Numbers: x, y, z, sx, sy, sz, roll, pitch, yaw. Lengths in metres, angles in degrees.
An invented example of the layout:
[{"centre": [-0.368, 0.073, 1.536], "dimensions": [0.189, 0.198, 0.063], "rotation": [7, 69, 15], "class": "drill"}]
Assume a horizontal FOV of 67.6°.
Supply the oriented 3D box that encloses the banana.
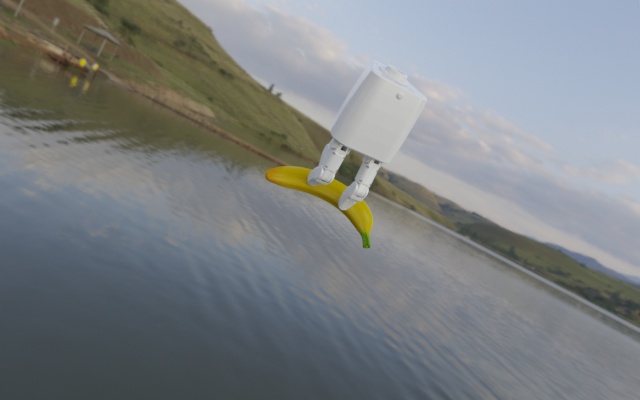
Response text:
[{"centre": [0.010, -0.007, 0.746], "dimensions": [0.198, 0.069, 0.037], "rotation": [34, -45, -3], "class": "banana"}]
